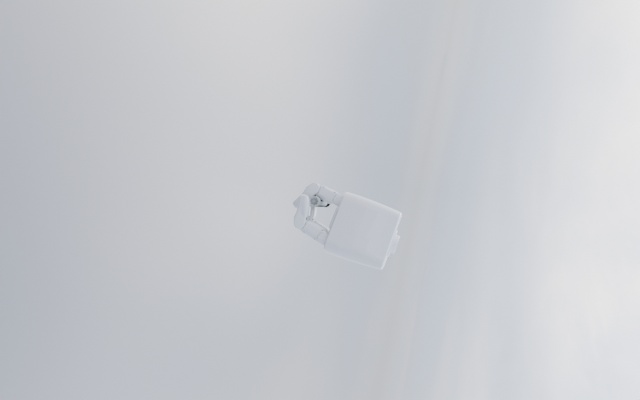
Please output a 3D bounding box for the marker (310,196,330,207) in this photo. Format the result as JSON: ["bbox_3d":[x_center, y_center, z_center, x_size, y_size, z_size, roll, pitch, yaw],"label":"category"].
[{"bbox_3d":[0.000,0.003,0.887,0.020,0.020,0.121,0,-2,11],"label":"marker"}]
